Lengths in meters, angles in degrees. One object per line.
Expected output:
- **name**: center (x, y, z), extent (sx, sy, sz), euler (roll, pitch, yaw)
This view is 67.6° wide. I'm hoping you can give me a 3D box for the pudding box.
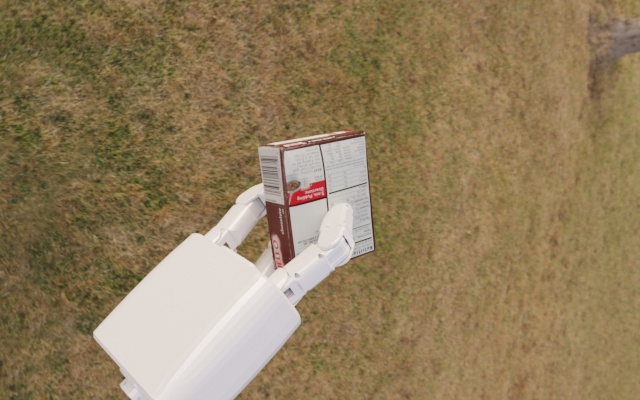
- **pudding box**: center (0.000, 0.001, 0.411), extent (0.090, 0.113, 0.039), euler (-15, 18, -34)
